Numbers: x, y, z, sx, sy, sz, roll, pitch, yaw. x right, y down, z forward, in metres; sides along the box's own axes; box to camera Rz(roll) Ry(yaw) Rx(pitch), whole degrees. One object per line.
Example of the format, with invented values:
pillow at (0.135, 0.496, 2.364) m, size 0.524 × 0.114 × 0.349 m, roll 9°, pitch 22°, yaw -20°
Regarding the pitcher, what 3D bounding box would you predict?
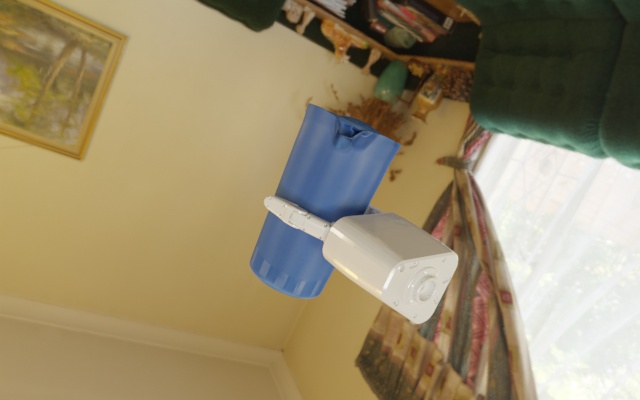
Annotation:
pitcher at (0.000, 0.002, 0.653) m, size 0.149 × 0.243 × 0.145 m, roll 17°, pitch 11°, yaw -43°
